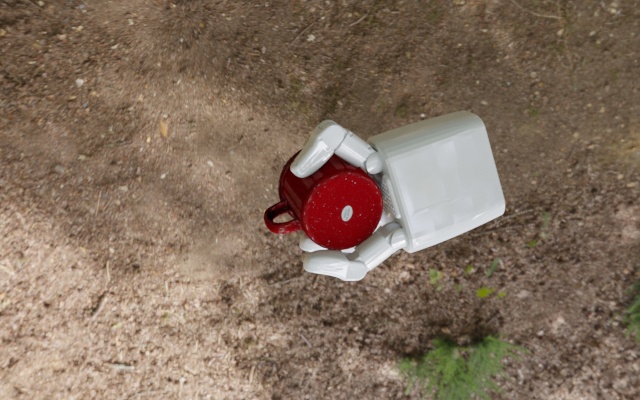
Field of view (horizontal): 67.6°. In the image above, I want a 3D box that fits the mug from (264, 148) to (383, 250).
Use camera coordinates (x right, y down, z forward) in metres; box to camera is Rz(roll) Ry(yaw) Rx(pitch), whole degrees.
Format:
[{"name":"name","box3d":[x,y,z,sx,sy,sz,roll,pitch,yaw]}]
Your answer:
[{"name":"mug","box3d":[-0.001,0.002,0.472,0.117,0.093,0.081,-20,25,-9]}]
